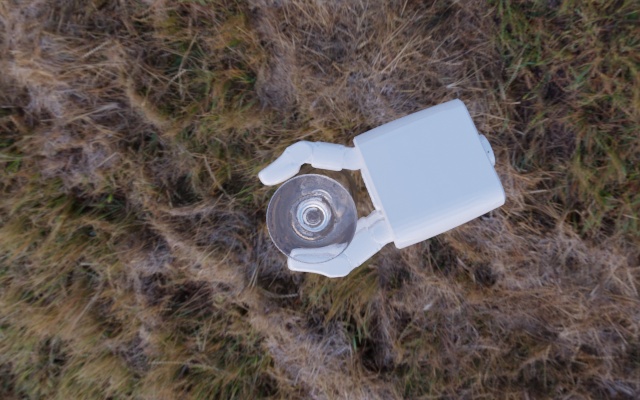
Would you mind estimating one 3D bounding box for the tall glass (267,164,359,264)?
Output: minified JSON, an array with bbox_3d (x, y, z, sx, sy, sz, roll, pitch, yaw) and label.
[{"bbox_3d":[0.000,0.002,0.485,0.079,0.079,0.201,0,8,4],"label":"tall glass"}]
